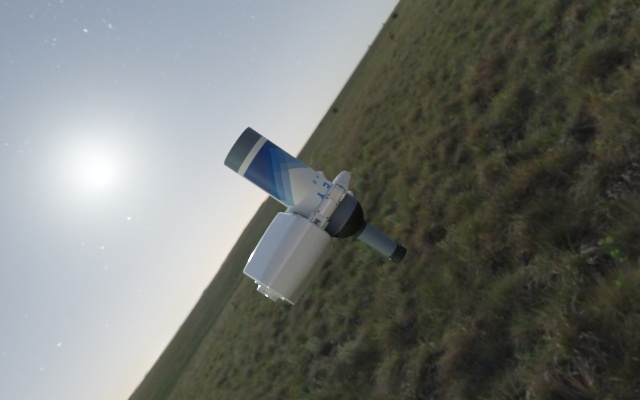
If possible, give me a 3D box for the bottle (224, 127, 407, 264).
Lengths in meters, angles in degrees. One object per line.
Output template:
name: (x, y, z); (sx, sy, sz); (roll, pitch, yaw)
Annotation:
bottle: (0.000, 0.002, 0.703); (0.296, 0.069, 0.069); (34, -4, -5)
